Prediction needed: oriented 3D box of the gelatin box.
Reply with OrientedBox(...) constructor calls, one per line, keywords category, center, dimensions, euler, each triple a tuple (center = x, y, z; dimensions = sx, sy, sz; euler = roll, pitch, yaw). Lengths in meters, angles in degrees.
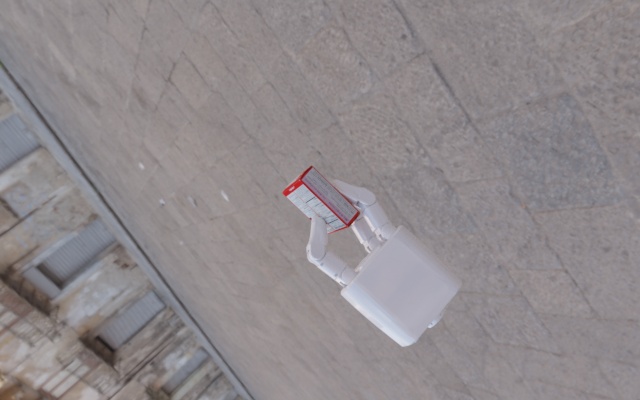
OrientedBox(category="gelatin box", center=(0.000, 0.002, 0.626), dimensions=(0.089, 0.030, 0.073), euler=(43, -23, -7))
